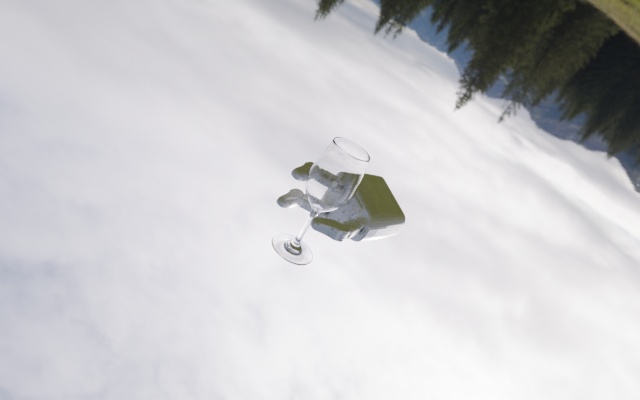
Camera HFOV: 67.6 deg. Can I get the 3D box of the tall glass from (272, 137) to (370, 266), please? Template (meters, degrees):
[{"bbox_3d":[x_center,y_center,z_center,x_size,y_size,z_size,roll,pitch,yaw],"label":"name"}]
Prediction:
[{"bbox_3d":[0.000,0.003,0.734,0.079,0.201,0.079,24,27,-13],"label":"tall glass"}]
